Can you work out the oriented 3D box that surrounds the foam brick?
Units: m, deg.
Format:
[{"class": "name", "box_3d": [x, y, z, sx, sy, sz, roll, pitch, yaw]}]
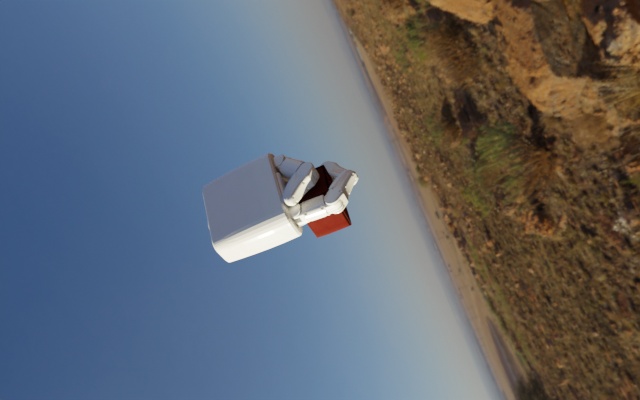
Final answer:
[{"class": "foam brick", "box_3d": [0.000, 0.002, 0.638, 0.051, 0.053, 0.078, -24, -46, 9]}]
